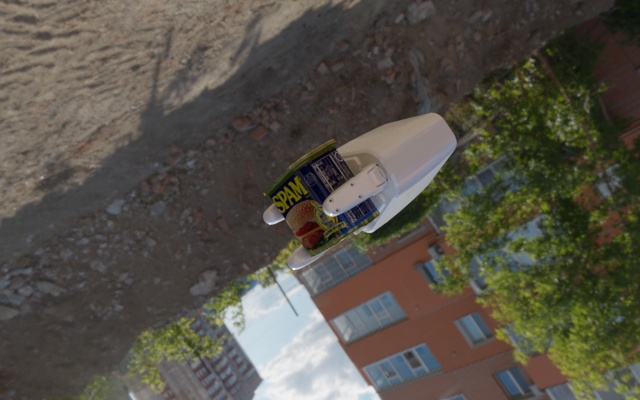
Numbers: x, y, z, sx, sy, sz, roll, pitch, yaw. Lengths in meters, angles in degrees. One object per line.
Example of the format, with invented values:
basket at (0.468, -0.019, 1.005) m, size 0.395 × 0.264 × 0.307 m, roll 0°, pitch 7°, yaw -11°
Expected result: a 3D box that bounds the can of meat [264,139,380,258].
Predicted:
can of meat at (0.000, 0.002, 0.471) m, size 0.057 × 0.084 × 0.102 m, roll -34°, pitch -1°, yaw -32°
